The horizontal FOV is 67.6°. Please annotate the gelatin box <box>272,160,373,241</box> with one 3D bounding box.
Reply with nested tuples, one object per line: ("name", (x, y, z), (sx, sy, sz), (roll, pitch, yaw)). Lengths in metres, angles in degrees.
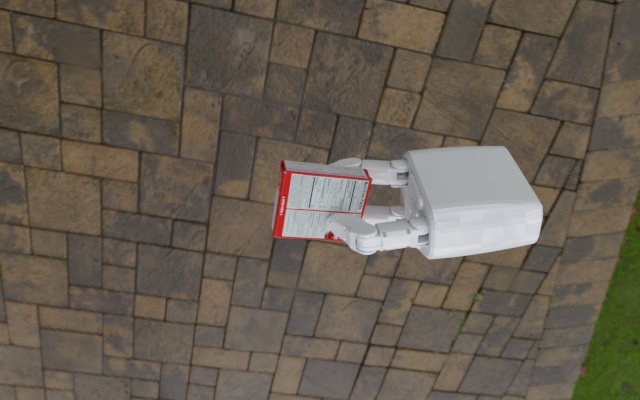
("gelatin box", (0.000, 0.002, 0.474), (0.089, 0.073, 0.030), (4, 28, -14))
